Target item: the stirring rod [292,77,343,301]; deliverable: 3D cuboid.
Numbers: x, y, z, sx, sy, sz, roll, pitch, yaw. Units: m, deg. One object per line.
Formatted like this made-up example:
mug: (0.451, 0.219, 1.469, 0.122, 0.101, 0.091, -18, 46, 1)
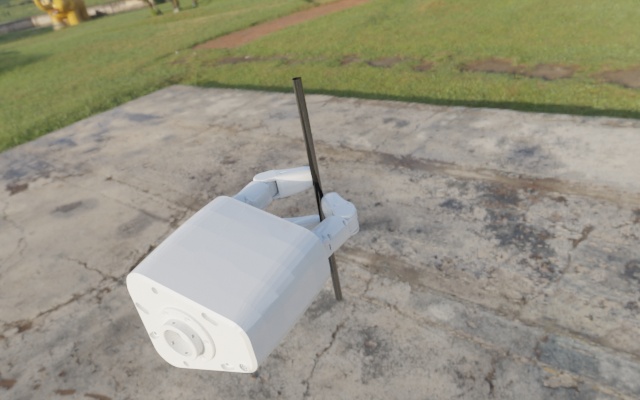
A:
stirring rod: (0.000, 0.002, 0.458, 0.011, 0.240, 0.011, -8, 29, 5)
